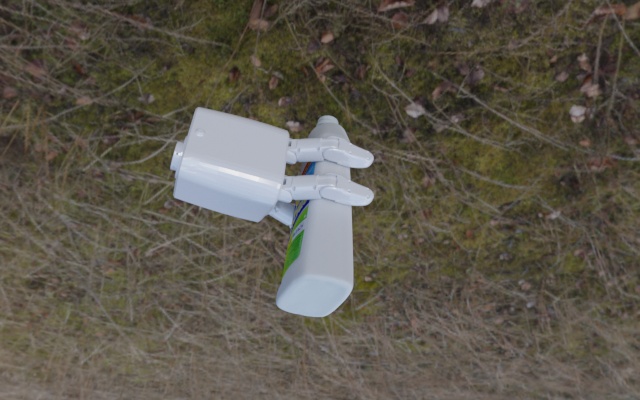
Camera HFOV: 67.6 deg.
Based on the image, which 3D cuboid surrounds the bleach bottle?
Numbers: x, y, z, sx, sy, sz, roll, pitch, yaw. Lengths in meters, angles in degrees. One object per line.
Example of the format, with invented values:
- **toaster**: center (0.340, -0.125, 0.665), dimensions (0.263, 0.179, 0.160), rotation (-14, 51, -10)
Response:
- **bleach bottle**: center (0.000, 0.002, 0.572), dimensions (0.068, 0.250, 0.103), rotation (15, -38, -15)
